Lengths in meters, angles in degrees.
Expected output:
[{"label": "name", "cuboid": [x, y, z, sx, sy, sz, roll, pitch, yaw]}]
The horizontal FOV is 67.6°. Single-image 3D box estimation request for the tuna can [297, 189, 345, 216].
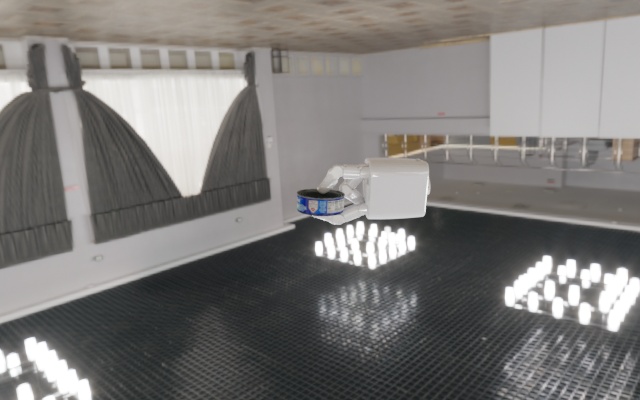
[{"label": "tuna can", "cuboid": [0.000, 0.003, 0.857, 0.086, 0.034, 0.086, 2, 12, 0]}]
